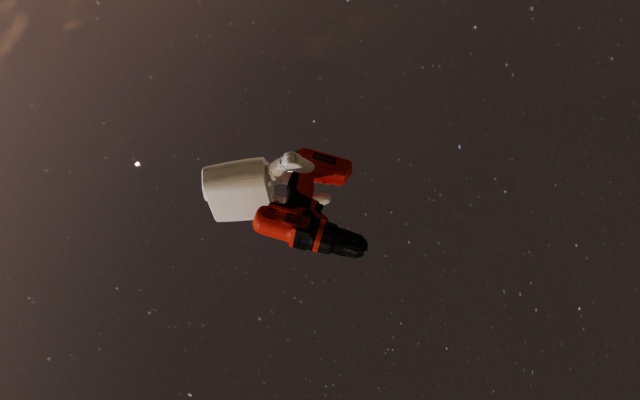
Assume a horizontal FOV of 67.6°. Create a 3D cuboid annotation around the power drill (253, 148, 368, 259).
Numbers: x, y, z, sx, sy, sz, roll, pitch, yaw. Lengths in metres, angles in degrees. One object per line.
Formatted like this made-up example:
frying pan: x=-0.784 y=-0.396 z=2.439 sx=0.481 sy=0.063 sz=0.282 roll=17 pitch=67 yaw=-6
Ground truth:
power drill: x=0.000 y=0.002 z=0.791 sx=0.184 sy=0.187 sz=0.057 roll=17 pitch=-43 yaw=1
